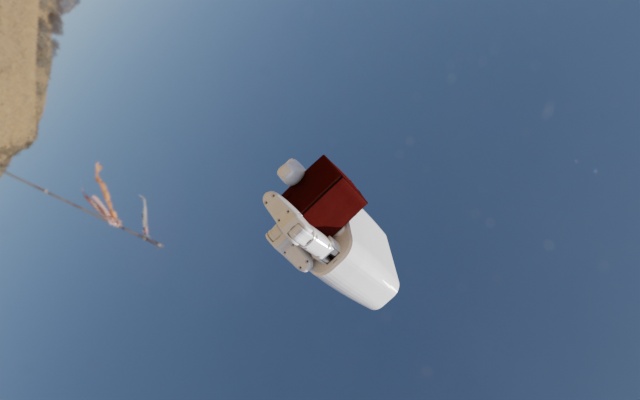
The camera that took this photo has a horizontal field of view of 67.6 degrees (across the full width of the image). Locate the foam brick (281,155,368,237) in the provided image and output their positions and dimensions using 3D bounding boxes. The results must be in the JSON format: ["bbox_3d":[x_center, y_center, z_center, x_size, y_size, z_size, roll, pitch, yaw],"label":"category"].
[{"bbox_3d":[0.000,0.001,0.507,0.051,0.078,0.053,40,10,-36],"label":"foam brick"}]
